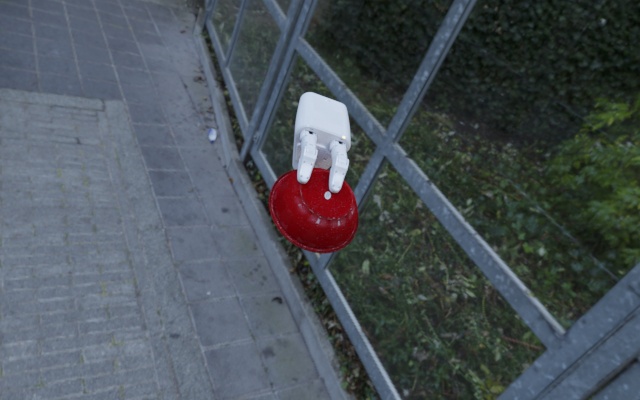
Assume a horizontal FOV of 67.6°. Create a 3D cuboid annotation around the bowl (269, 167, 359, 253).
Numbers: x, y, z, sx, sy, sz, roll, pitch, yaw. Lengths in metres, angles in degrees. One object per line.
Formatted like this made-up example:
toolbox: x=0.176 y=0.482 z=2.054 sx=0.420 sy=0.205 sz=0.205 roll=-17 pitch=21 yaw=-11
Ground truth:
bowl: x=0.000 y=0.004 z=0.781 sx=0.162 sy=0.162 sz=0.055 roll=0 pitch=-29 yaw=-25
